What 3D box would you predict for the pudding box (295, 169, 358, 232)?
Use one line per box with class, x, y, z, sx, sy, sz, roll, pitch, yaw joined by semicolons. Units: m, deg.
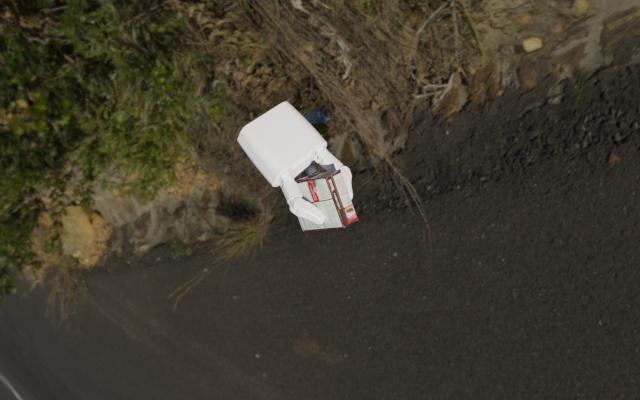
pudding box;0.000;0.003;0.798;0.039;0.090;0.113;-29;13;-37
